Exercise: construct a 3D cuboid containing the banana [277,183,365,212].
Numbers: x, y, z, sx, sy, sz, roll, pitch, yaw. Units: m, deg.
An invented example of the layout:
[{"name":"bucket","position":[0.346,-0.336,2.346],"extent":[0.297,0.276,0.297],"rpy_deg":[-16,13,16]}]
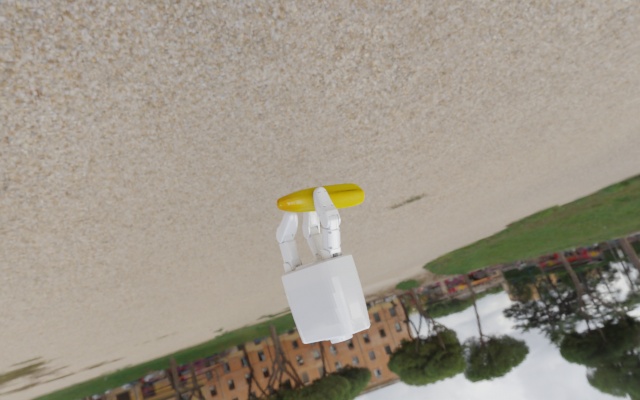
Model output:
[{"name":"banana","position":[0.017,-0.003,0.736],"extent":[0.069,0.037,0.198],"rpy_deg":[-19,-7,33]}]
